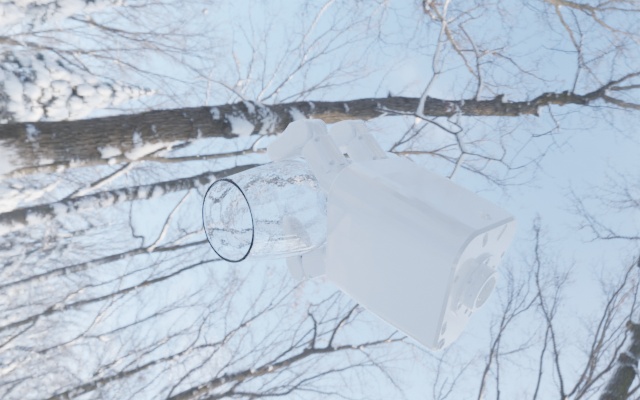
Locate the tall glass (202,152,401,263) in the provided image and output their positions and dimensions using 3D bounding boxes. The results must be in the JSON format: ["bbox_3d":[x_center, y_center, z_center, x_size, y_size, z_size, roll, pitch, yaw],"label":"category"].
[{"bbox_3d":[0.000,0.001,0.413,0.079,0.079,0.201,0,8,43],"label":"tall glass"}]
